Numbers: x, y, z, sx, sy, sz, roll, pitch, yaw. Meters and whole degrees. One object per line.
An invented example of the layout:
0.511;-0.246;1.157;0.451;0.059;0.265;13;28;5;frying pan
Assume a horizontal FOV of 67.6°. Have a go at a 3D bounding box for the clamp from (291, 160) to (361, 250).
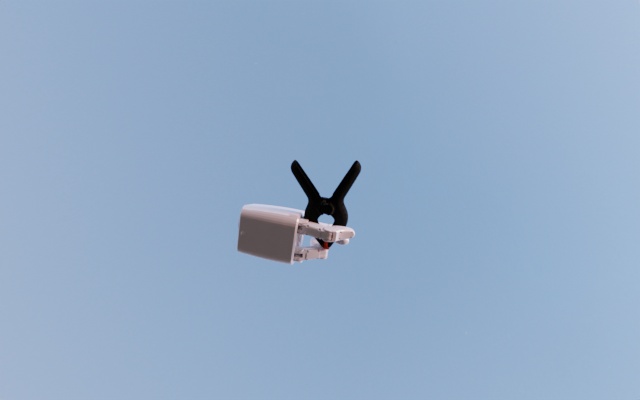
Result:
0.000;0.003;0.847;0.120;0.171;0.039;11;20;5;clamp
